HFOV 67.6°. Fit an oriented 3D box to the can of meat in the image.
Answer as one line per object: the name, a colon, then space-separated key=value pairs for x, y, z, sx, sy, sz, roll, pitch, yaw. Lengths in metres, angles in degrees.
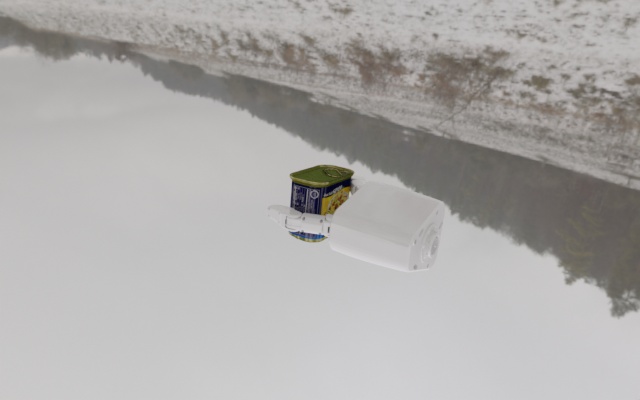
can of meat: x=0.000 y=0.002 z=0.653 sx=0.057 sy=0.084 sz=0.102 roll=15 pitch=20 yaw=28
